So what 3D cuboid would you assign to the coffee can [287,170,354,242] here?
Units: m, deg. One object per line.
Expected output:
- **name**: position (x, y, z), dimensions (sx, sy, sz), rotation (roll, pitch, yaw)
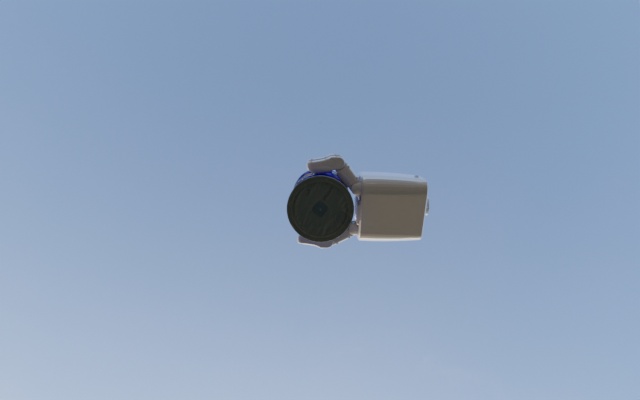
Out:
- **coffee can**: position (0.000, 0.003, 0.791), dimensions (0.103, 0.103, 0.140), rotation (0, 9, 0)
